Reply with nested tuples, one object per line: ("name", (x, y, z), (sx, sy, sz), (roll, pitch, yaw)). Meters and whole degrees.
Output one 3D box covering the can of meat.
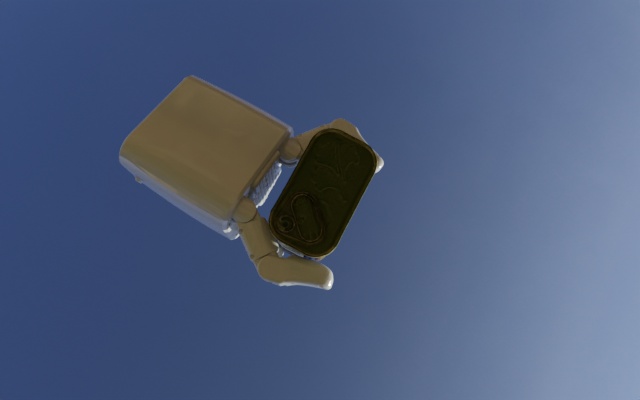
("can of meat", (0.000, 0.001, 0.409), (0.057, 0.102, 0.084), (28, -13, 2))
